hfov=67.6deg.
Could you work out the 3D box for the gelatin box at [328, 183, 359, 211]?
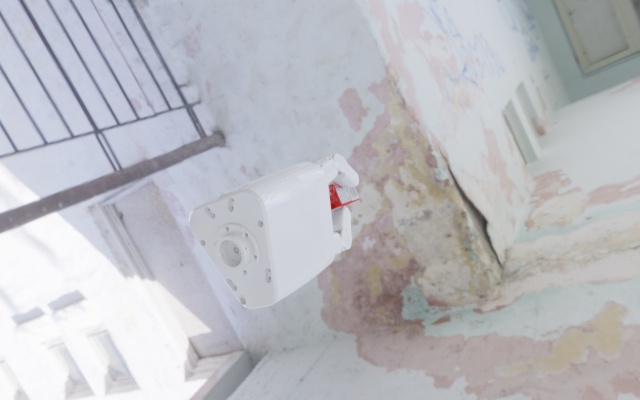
[{"bbox_3d":[0.000,0.002,0.582,0.073,0.030,0.089,-22,-2,19],"label":"gelatin box"}]
